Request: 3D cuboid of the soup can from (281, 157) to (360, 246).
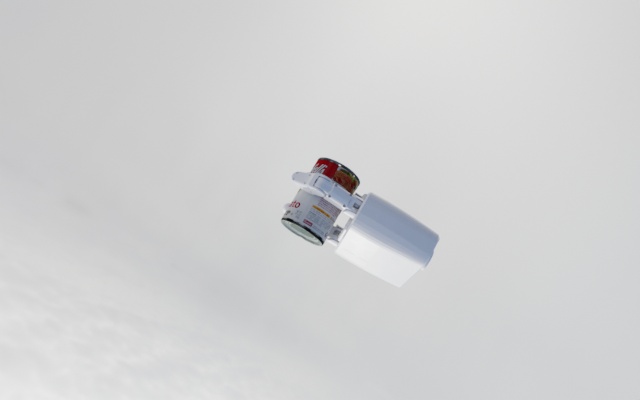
[{"bbox_3d":[0.000,0.002,0.647,0.068,0.102,0.068,29,-16,9],"label":"soup can"}]
